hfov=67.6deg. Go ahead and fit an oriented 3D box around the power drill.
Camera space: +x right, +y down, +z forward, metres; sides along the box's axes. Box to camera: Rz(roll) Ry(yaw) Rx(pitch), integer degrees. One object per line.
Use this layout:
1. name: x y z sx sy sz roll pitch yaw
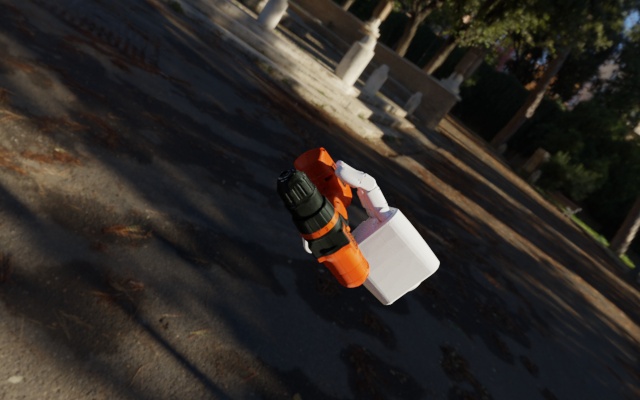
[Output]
1. power drill: 0.000 0.002 0.645 0.057 0.184 0.187 -25 29 13
